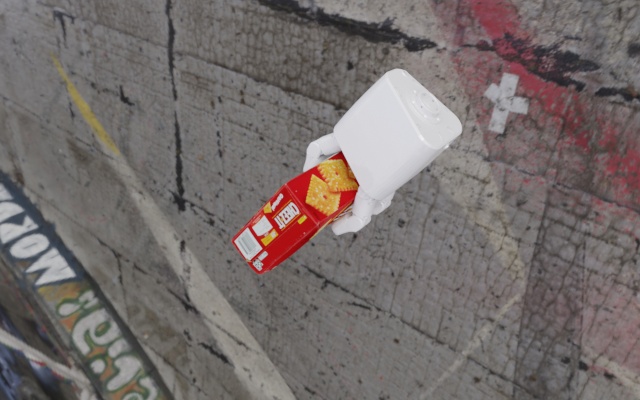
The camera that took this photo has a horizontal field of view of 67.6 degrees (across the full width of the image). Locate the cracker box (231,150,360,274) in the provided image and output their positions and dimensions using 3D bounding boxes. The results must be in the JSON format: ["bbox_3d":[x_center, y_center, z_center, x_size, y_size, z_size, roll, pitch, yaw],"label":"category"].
[{"bbox_3d":[0.000,0.002,0.671,0.213,0.072,0.164,-33,-7,-45],"label":"cracker box"}]
